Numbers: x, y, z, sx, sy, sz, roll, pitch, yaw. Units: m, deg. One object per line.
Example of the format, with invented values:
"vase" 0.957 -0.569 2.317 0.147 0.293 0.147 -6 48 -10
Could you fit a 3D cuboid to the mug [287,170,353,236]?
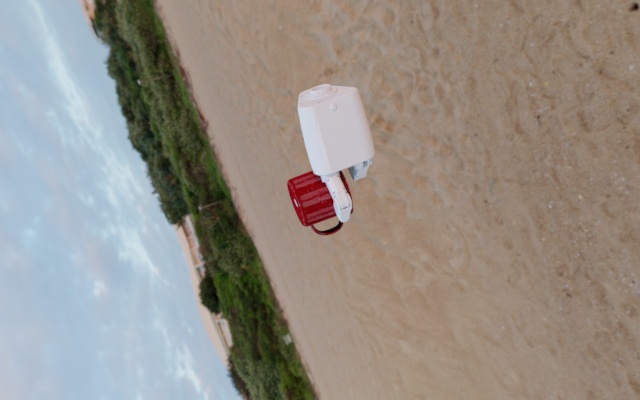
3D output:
"mug" 0.000 0.004 0.769 0.081 0.117 0.093 -20 23 -10
